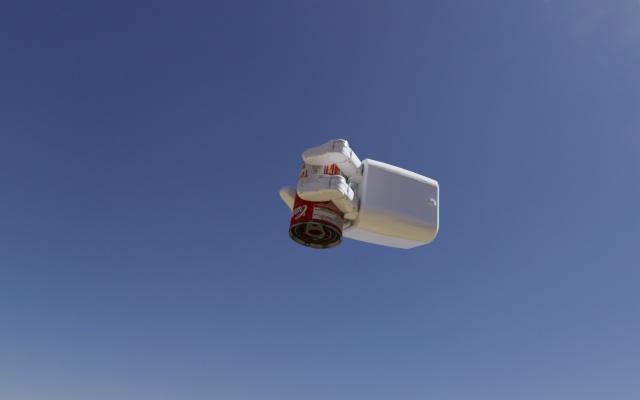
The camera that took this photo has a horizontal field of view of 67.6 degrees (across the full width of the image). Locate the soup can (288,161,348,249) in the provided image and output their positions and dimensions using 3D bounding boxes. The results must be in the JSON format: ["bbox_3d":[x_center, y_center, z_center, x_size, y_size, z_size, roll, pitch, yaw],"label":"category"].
[{"bbox_3d":[0.000,0.002,0.618,0.068,0.102,0.068,6,-31,4],"label":"soup can"}]
